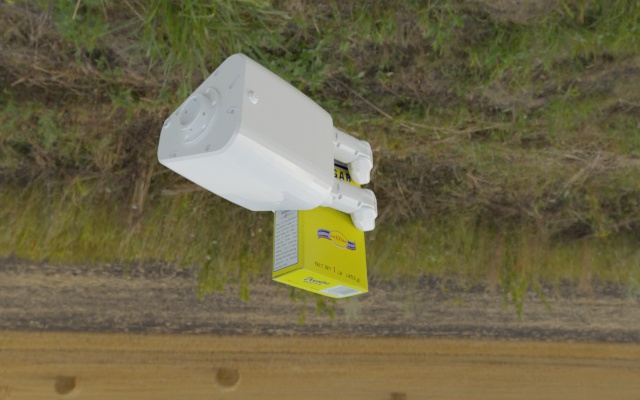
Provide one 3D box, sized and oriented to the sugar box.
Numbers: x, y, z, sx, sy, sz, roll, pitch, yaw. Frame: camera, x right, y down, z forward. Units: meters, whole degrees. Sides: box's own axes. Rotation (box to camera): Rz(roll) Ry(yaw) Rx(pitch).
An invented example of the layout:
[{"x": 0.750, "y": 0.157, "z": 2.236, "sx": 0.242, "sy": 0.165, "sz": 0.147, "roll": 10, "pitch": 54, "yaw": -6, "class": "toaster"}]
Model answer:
[{"x": 0.000, "y": 0.001, "z": 0.477, "sx": 0.048, "sy": 0.176, "sz": 0.093, "roll": -22, "pitch": -34, "yaw": 37, "class": "sugar box"}]
